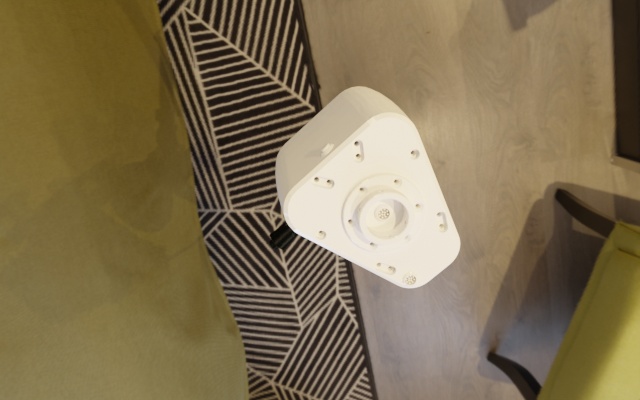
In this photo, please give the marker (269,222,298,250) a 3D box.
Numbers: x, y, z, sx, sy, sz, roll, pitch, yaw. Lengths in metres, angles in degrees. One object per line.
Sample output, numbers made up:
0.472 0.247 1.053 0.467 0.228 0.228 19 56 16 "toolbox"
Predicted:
0.000 0.001 0.425 0.121 0.020 0.020 -42 -9 10 "marker"
